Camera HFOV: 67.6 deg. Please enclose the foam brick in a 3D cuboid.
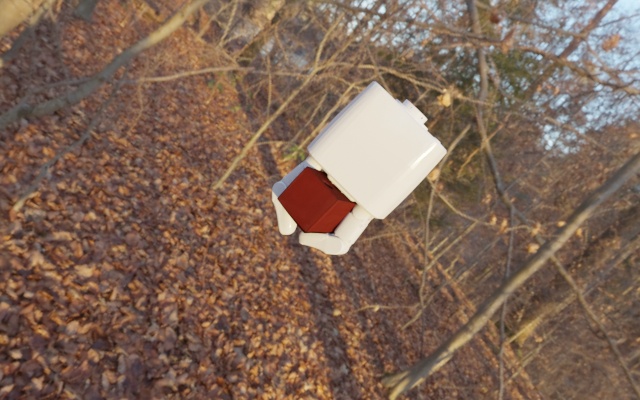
[{"bbox_3d":[0.000,0.002,0.530,0.051,0.053,0.078,-46,-20,14],"label":"foam brick"}]
